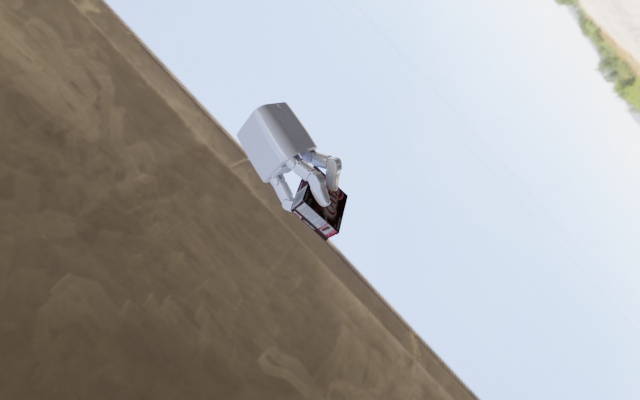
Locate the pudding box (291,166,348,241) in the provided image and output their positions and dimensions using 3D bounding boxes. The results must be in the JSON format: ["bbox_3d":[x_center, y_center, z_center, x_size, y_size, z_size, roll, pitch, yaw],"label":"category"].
[{"bbox_3d":[0.000,0.003,0.848,0.039,0.090,0.113,-35,23,35],"label":"pudding box"}]
